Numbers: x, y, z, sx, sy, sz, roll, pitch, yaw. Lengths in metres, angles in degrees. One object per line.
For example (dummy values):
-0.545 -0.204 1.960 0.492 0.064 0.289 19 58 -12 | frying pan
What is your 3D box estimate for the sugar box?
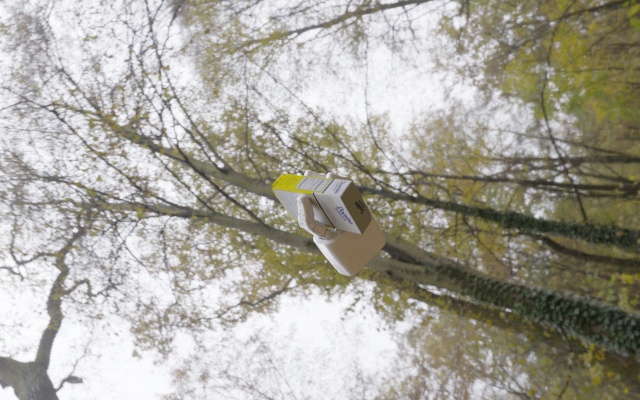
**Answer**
0.000 0.002 0.846 0.176 0.048 0.093 7 -40 42 | sugar box
